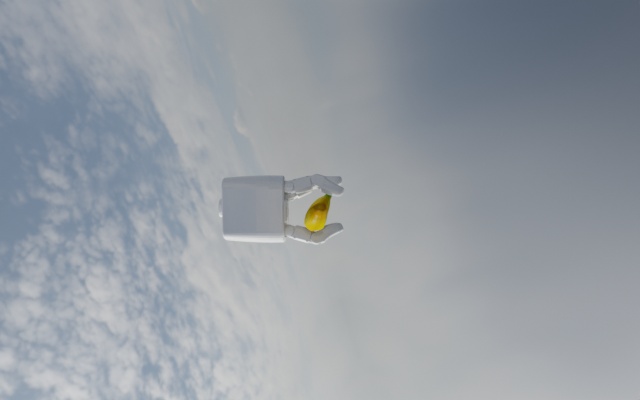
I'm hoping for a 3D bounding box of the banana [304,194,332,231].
[{"bbox_3d":[-0.005,0.020,0.819,0.037,0.069,0.197,17,11,1],"label":"banana"}]
